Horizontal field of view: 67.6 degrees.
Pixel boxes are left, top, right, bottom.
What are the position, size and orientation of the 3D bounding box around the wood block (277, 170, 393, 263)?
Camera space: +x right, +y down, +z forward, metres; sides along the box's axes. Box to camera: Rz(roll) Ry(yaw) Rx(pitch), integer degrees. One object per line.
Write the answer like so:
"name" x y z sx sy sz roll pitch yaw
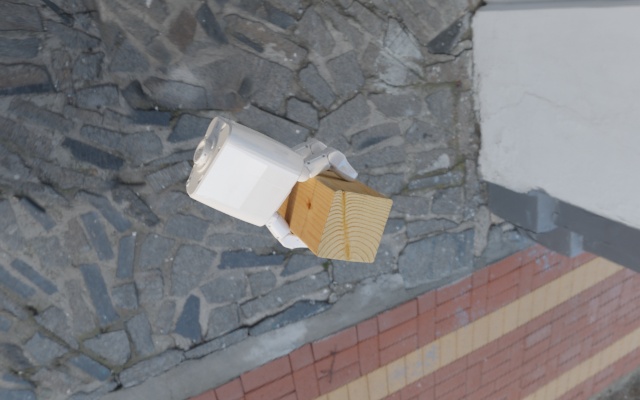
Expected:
"wood block" 0.000 0.003 0.683 0.090 0.091 0.206 10 14 -29
